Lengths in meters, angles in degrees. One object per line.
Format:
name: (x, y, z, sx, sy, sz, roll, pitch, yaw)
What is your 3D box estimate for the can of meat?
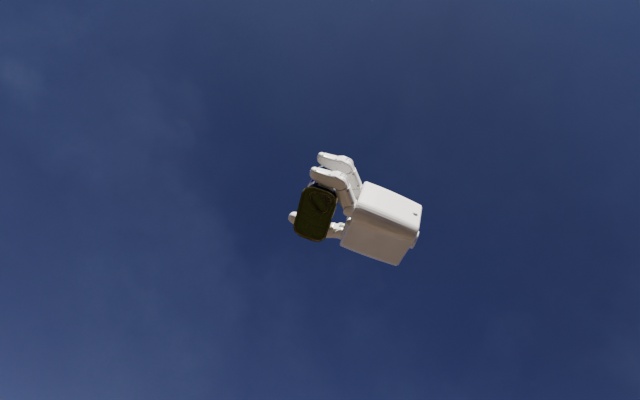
can of meat: (0.000, 0.002, 0.793, 0.057, 0.102, 0.084, 19, 35, 5)
